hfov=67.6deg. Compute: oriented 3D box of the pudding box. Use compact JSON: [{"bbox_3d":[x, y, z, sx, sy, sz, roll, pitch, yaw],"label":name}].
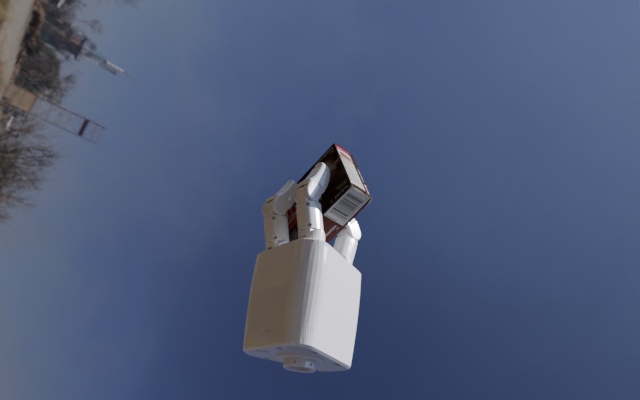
[{"bbox_3d":[0.000,0.002,0.556,0.039,0.113,0.090,33,24,-33],"label":"pudding box"}]
